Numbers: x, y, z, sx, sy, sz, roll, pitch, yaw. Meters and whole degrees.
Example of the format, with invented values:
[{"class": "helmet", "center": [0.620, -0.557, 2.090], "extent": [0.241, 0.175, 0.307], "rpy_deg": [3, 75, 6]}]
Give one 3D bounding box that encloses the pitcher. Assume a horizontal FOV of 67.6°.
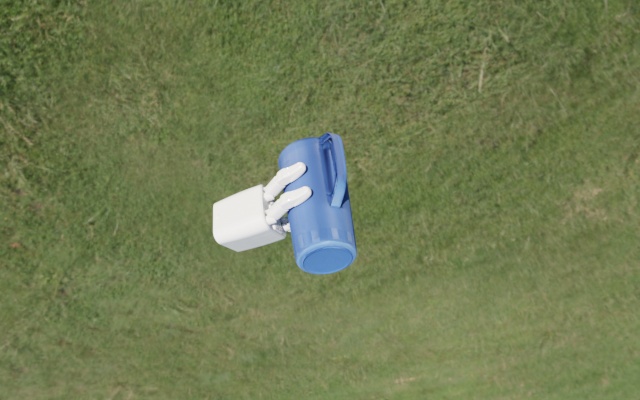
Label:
[{"class": "pitcher", "center": [0.000, 0.003, 0.885], "extent": [0.145, 0.242, 0.149], "rpy_deg": [-17, -37, 10]}]
